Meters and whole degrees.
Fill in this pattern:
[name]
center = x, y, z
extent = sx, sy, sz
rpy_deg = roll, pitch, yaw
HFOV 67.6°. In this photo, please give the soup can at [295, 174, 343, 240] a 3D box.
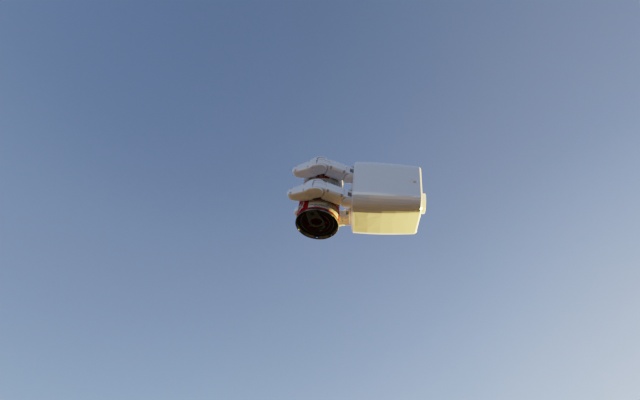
[soup can]
center = 0.000, 0.002, 0.770
extent = 0.068, 0.069, 0.102
rpy_deg = 4, 45, 4
